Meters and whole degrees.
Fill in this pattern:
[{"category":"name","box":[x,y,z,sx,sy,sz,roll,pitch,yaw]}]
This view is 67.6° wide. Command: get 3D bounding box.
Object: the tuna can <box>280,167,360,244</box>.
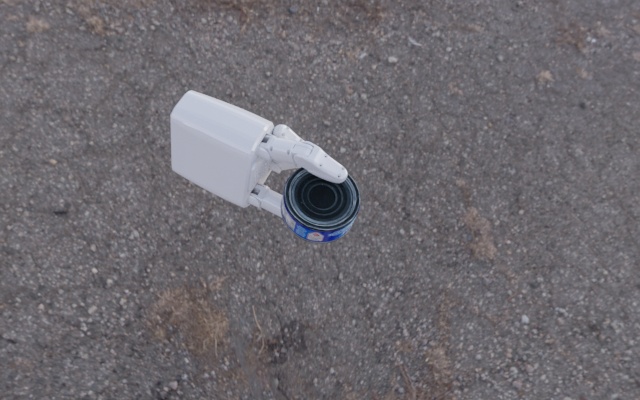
[{"category":"tuna can","box":[0.000,0.001,0.524,0.086,0.086,0.034,0,-27,-10]}]
